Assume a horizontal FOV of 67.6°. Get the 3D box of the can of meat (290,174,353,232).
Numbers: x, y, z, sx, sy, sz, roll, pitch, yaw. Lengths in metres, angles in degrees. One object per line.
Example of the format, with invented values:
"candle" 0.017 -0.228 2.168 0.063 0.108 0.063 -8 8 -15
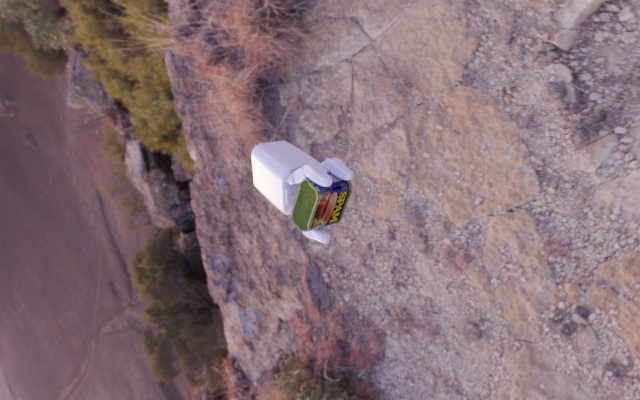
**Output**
"can of meat" 0.000 0.003 0.863 0.084 0.102 0.057 -14 44 -42
